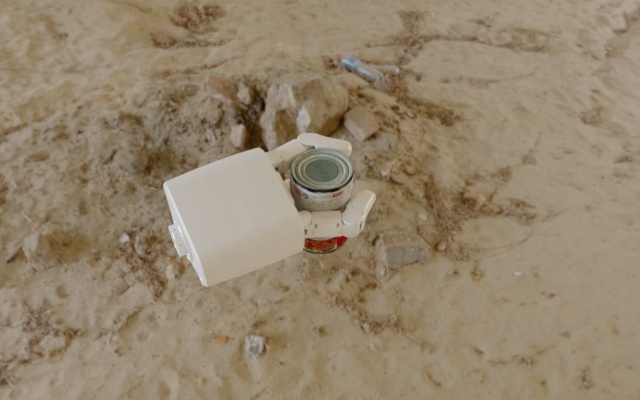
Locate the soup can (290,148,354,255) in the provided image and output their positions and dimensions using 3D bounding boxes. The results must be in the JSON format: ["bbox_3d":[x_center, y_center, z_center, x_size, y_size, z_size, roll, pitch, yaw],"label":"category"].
[{"bbox_3d":[0.001,0.001,0.526,0.068,0.068,0.102,0,-44,-2],"label":"soup can"}]
